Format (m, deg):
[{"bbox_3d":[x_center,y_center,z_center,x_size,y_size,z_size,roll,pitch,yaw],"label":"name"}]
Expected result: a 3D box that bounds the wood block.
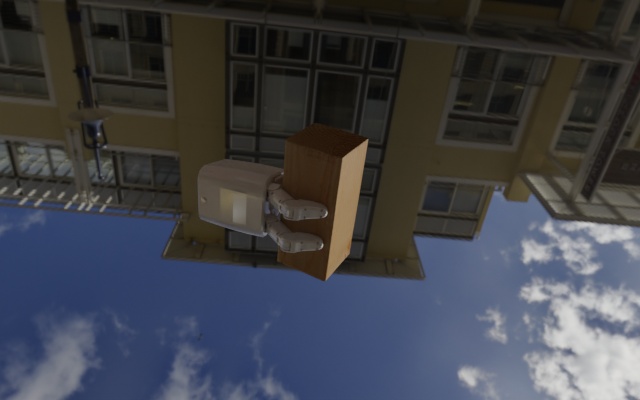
[{"bbox_3d":[0.000,0.002,0.715,0.090,0.206,0.090,20,33,21],"label":"wood block"}]
